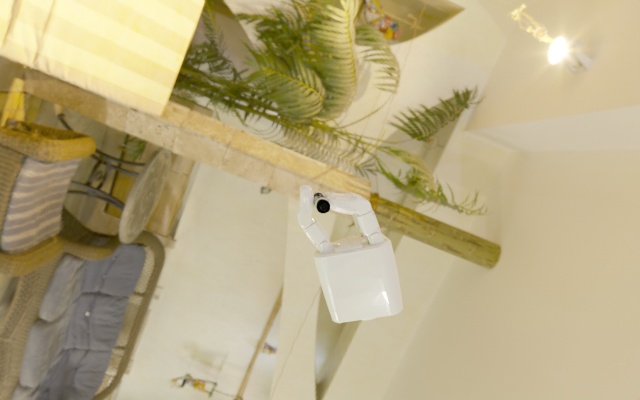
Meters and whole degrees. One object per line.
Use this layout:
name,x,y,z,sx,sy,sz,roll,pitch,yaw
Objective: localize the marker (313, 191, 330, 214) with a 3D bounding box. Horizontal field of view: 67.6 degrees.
marker,0.000,0.002,0.681,0.020,0.020,0.121,0,7,-4
